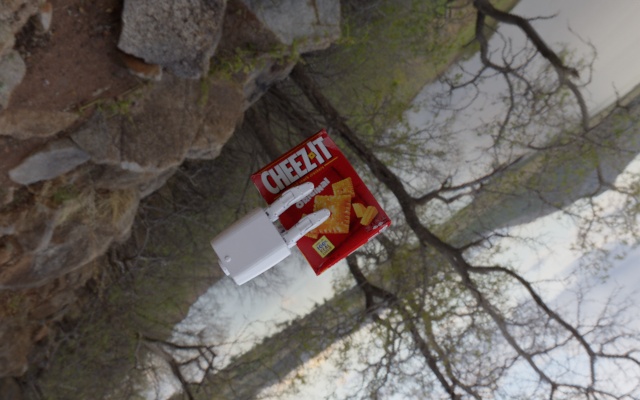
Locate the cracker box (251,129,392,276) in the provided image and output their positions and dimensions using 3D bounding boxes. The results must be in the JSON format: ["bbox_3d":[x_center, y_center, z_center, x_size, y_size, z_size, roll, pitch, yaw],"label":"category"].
[{"bbox_3d":[0.000,0.003,0.864,0.164,0.213,0.072,-34,-9,-7],"label":"cracker box"}]
